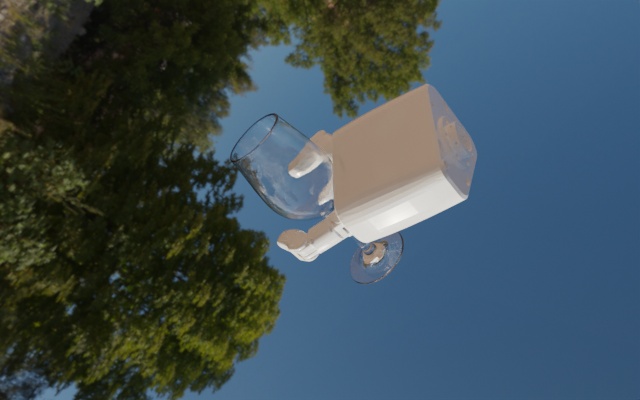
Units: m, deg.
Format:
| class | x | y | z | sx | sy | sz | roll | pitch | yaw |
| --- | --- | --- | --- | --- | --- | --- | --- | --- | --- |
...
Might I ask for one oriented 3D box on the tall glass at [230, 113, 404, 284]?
| class | x | y | z | sx | sy | sz | roll | pitch | yaw |
| --- | --- | --- | --- | --- | --- | --- | --- | --- | --- |
| tall glass | 0.000 | 0.002 | 0.494 | 0.201 | 0.079 | 0.079 | 44 | -24 | -27 |
